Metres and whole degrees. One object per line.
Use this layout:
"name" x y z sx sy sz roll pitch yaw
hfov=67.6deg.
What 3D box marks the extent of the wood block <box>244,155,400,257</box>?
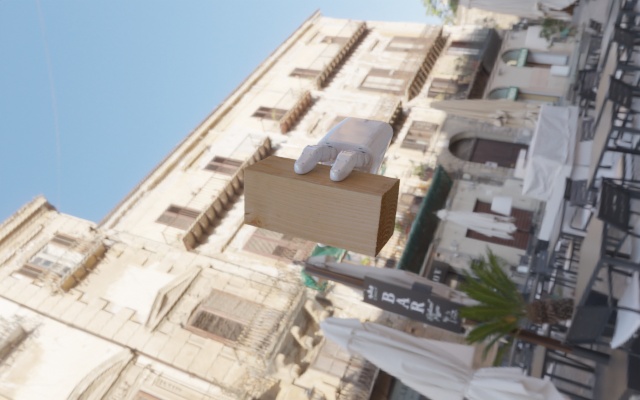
"wood block" 0.000 0.002 0.692 0.206 0.091 0.090 12 23 22
